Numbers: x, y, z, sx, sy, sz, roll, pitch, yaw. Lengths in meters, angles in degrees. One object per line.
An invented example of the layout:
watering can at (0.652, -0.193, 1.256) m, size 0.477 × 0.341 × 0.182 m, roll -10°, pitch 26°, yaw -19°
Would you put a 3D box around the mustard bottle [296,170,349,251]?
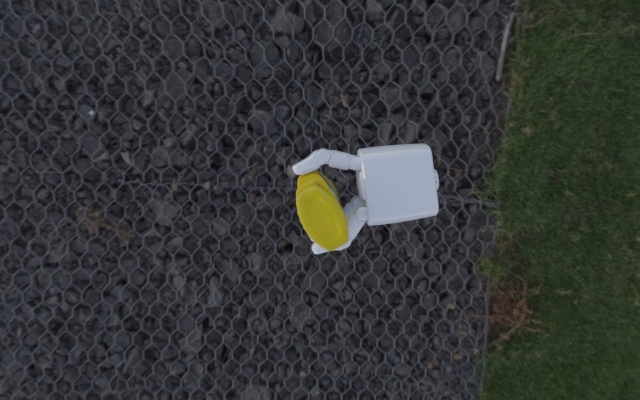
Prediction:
mustard bottle at (0.000, 0.003, 0.724) m, size 0.058 × 0.096 × 0.191 m, roll -30°, pitch 13°, yaw 6°
